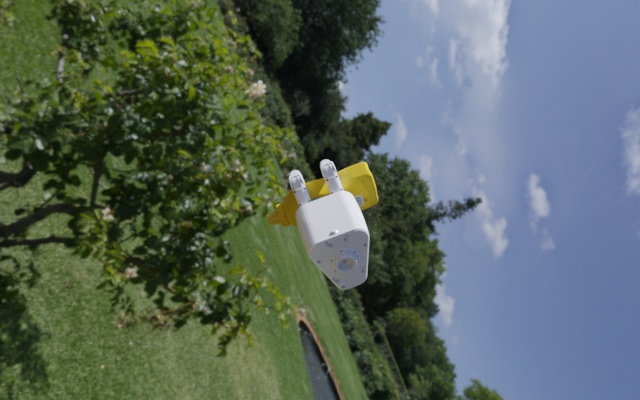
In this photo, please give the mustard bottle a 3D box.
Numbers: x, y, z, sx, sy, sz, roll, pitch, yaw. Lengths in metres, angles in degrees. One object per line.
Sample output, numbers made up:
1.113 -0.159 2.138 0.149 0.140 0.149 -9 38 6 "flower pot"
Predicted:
0.000 0.002 0.823 0.191 0.058 0.096 -20 -34 0 "mustard bottle"
